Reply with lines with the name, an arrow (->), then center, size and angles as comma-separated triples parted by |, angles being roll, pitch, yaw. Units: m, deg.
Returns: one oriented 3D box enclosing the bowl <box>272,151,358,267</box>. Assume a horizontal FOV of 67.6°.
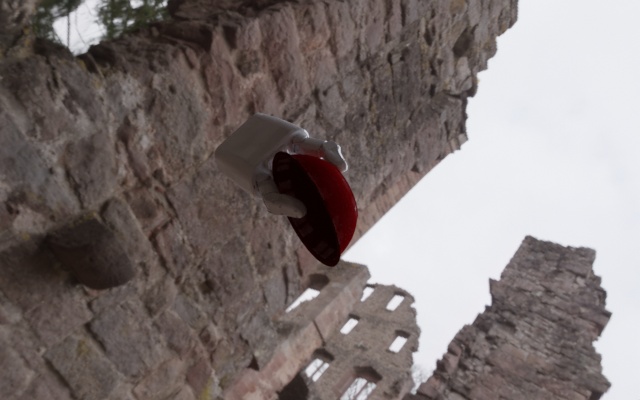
bowl -> 0.001, 0.003, 0.617 | 0.055, 0.162, 0.162 | -26, 10, -20
